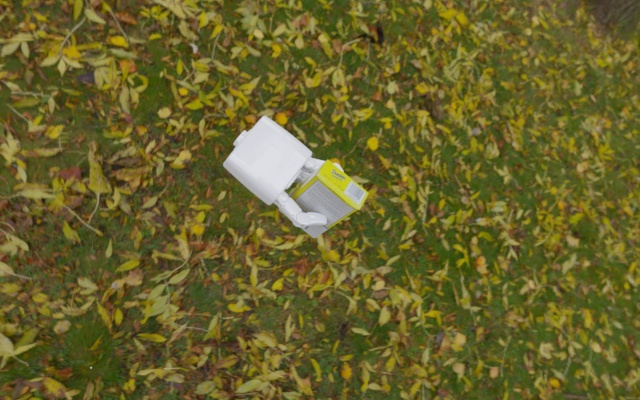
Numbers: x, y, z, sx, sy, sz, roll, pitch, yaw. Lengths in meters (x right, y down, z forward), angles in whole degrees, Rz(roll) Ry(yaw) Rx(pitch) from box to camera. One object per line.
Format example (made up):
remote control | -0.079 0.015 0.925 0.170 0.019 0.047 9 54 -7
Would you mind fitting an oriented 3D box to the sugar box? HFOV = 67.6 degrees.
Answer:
sugar box | 0.000 0.002 0.849 0.093 0.048 0.176 40 -30 -9
